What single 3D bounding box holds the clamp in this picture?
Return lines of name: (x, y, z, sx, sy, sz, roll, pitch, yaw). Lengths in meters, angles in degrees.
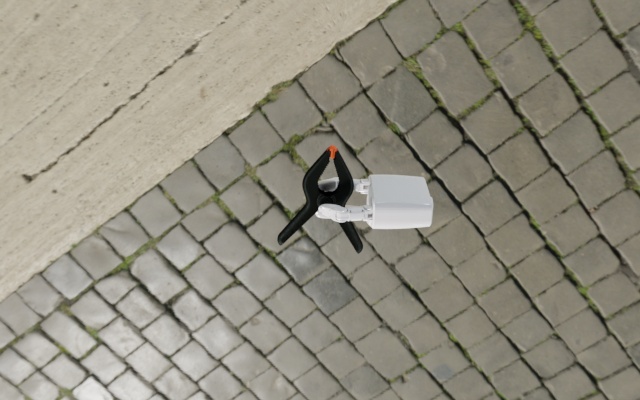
clamp: (0.000, 0.003, 0.886, 0.164, 0.210, 0.036, -1, 20, -2)
